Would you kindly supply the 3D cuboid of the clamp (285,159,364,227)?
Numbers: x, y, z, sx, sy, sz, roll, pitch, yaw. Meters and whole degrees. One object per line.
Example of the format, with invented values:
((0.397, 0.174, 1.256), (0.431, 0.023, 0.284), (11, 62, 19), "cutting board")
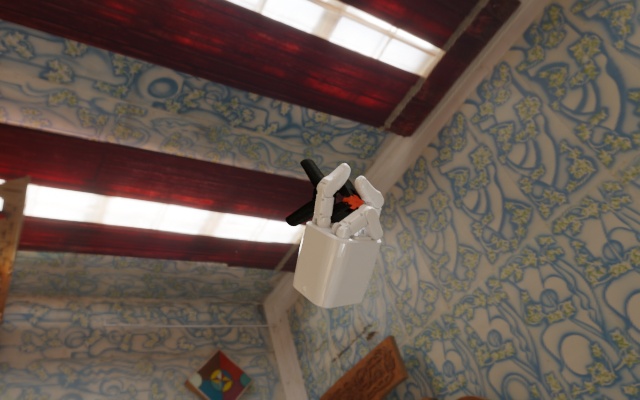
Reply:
((0.001, 0.003, 0.777), (0.039, 0.120, 0.171), (10, 9, -34), "clamp")
